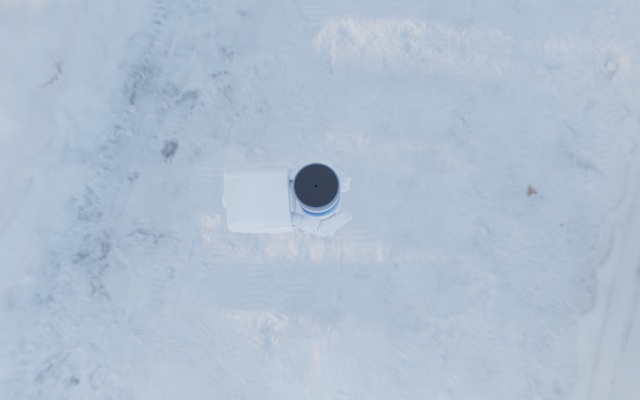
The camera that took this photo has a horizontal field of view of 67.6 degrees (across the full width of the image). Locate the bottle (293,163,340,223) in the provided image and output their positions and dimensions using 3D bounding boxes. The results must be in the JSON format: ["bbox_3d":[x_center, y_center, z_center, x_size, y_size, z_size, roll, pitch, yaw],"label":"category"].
[{"bbox_3d":[0.000,0.003,0.811,0.069,0.069,0.296,0,-9,2],"label":"bottle"}]
